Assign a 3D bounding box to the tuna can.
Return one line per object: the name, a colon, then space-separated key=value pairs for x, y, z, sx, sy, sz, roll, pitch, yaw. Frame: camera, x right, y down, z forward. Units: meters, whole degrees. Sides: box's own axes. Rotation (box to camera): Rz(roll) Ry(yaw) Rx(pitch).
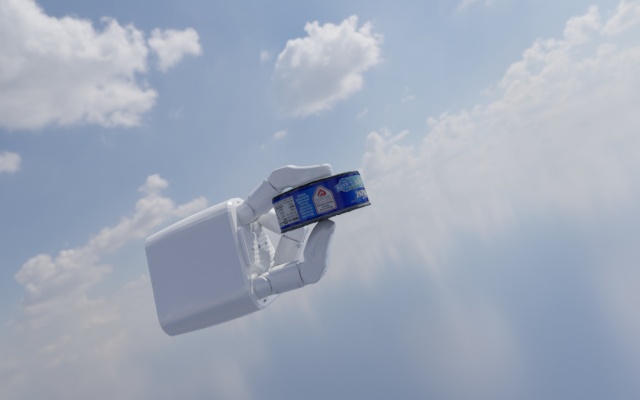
tuna can: x=0.000 y=0.001 z=0.434 sx=0.086 sy=0.034 sz=0.086 roll=-18 pitch=-3 yaw=-1
